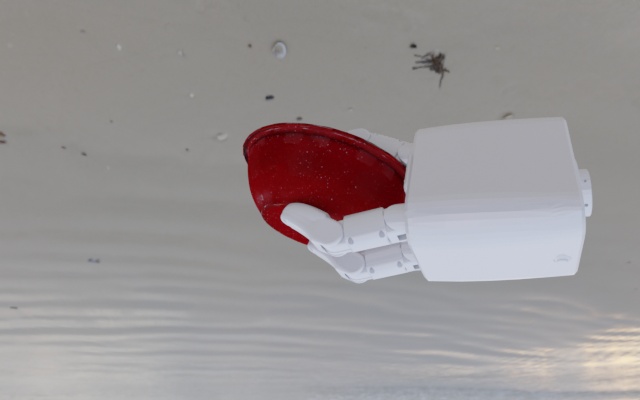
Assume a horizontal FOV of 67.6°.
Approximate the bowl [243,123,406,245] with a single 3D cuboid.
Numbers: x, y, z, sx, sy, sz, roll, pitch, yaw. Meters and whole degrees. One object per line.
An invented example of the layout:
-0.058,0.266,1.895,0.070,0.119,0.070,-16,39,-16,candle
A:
-0.001,0.002,0.419,0.162,0.055,0.162,15,-23,7,bowl
